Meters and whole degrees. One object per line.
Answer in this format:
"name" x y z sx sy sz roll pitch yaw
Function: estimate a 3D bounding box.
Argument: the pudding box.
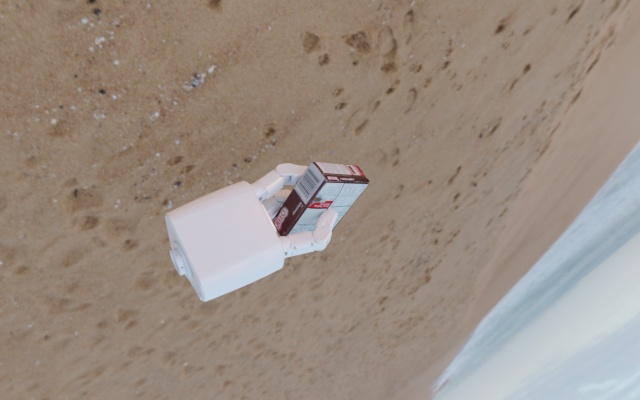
"pudding box" 0.000 0.002 0.641 0.090 0.039 0.113 -1 -43 -47
